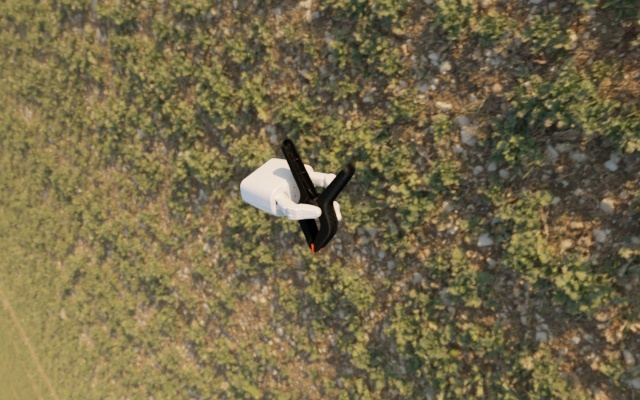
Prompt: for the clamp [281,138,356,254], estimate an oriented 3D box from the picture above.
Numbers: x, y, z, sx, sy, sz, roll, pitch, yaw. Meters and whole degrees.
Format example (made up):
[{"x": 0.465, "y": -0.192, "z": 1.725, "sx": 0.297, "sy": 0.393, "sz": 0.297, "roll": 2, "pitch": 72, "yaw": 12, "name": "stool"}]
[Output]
[{"x": -0.001, "y": 0.003, "z": 0.839, "sx": 0.036, "sy": 0.210, "sz": 0.164, "roll": -25, "pitch": 30, "yaw": -38, "name": "clamp"}]
